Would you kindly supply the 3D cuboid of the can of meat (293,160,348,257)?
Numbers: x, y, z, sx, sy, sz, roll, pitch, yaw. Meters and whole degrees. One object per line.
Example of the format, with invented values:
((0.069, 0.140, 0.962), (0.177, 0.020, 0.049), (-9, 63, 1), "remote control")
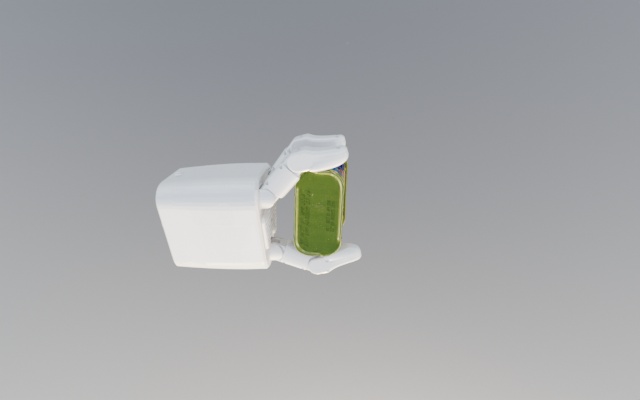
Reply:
((0.000, 0.002, 0.530), (0.057, 0.102, 0.084), (3, 18, 3), "can of meat")
